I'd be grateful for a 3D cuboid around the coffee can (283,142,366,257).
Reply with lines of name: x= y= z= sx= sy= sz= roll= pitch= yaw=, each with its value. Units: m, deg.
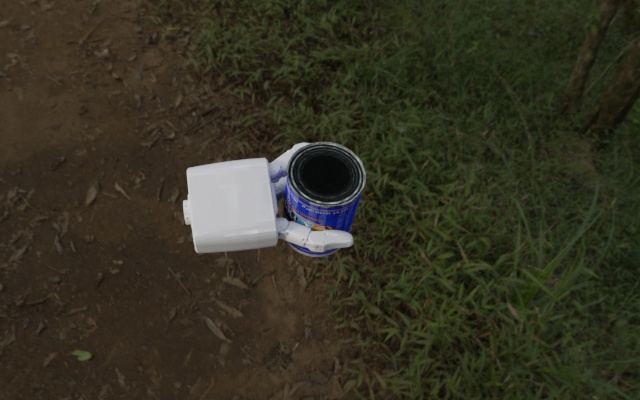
coffee can: x=0.000 y=0.002 z=0.663 sx=0.103 sy=0.102 sz=0.140 roll=0 pitch=-32 yaw=-7
